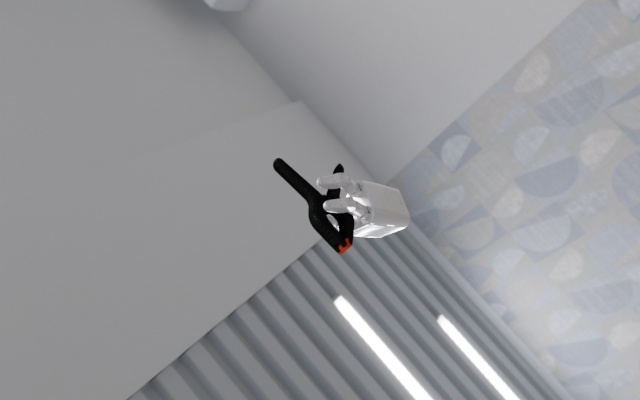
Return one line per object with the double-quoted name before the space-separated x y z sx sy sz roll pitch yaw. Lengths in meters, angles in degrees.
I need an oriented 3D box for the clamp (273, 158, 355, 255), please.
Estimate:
"clamp" 0.000 0.004 0.891 0.164 0.209 0.036 7 -40 -33
